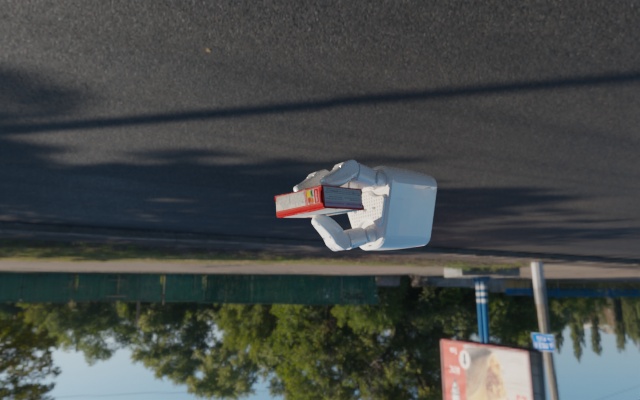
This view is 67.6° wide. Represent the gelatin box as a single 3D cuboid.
[{"bbox_3d":[0.000,0.002,0.590,0.073,0.030,0.089,-11,-8,36],"label":"gelatin box"}]
